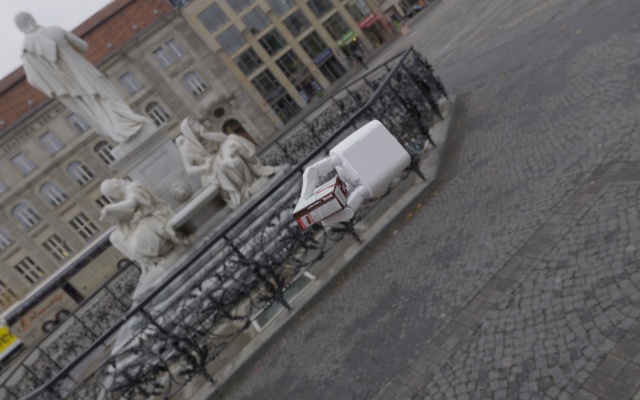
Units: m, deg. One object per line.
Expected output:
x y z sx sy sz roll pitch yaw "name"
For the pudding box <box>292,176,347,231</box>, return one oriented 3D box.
0.000 0.003 0.871 0.090 0.039 0.113 -31 10 13 "pudding box"
